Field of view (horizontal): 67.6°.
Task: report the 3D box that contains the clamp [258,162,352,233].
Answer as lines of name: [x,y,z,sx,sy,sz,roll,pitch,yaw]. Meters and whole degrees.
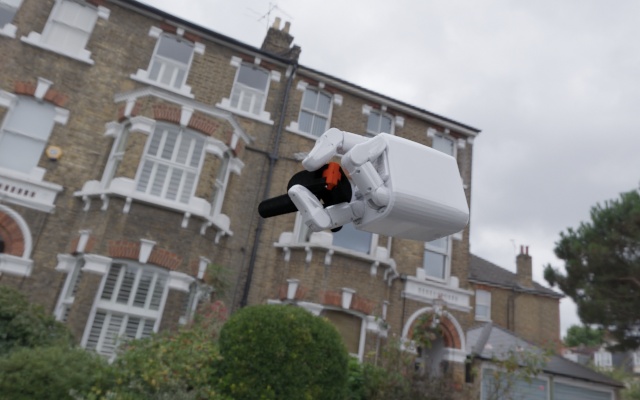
clamp: [0.000,0.001,0.606,0.120,0.039,0.171,10,-20,-22]
